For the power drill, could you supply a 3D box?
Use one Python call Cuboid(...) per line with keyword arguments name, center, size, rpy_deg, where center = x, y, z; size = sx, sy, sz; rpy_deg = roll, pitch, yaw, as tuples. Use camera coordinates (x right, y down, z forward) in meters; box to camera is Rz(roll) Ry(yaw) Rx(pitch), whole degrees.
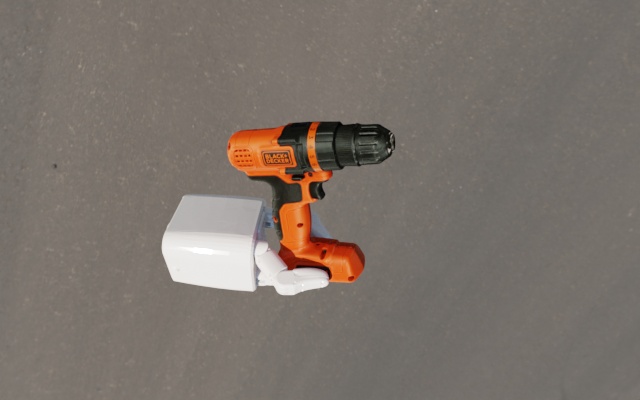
Cuboid(name="power drill", center=(0.000, 0.002, 0.534), size=(0.184, 0.188, 0.057), rpy_deg=(1, 29, 23))
